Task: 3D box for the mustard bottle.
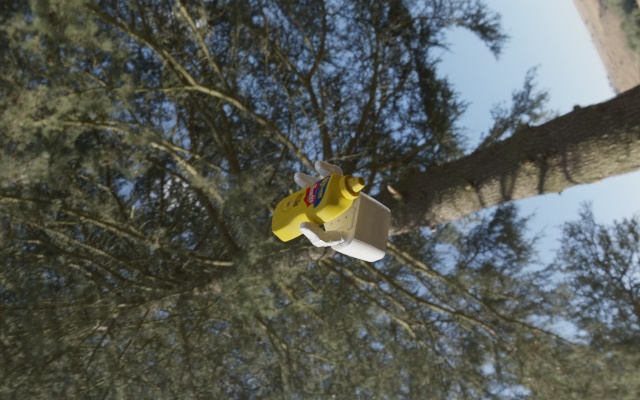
[{"bbox_3d":[0.000,0.003,0.842,0.192,0.096,0.058,-26,-61,37],"label":"mustard bottle"}]
